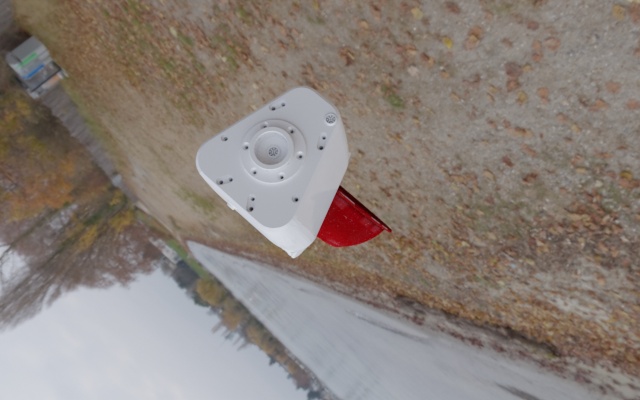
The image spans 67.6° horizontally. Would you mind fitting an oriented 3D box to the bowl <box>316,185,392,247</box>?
[{"bbox_3d":[0.000,0.002,0.531,0.162,0.055,0.162,39,5,-4],"label":"bowl"}]
